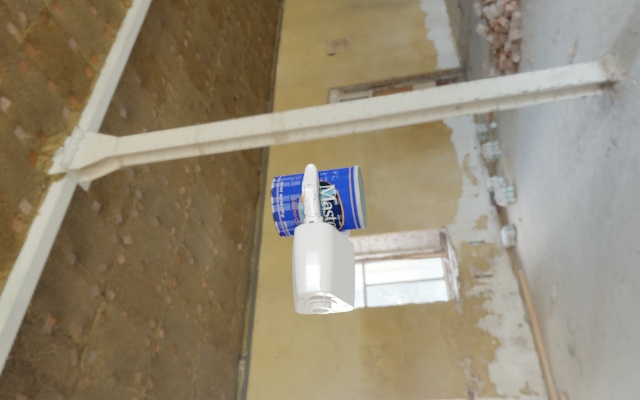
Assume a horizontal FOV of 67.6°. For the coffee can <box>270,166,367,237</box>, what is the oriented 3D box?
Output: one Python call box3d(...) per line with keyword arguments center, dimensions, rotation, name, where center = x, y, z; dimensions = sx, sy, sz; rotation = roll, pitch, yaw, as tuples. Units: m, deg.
box3d(center=(0.000, 0.002, 0.780), dimensions=(0.140, 0.103, 0.103), rotation=(-7, -1, 10), name="coffee can")
